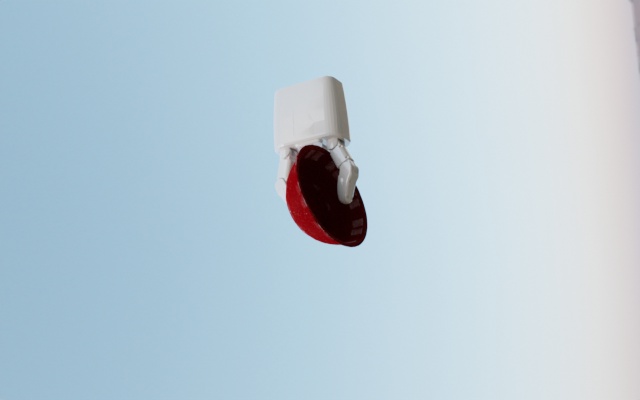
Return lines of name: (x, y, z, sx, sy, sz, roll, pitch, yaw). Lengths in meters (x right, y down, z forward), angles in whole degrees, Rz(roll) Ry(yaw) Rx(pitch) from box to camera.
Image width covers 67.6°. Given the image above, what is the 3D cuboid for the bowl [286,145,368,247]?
bowl: (0.000, 0.004, 0.692, 0.055, 0.162, 0.162, -29, -15, 29)
